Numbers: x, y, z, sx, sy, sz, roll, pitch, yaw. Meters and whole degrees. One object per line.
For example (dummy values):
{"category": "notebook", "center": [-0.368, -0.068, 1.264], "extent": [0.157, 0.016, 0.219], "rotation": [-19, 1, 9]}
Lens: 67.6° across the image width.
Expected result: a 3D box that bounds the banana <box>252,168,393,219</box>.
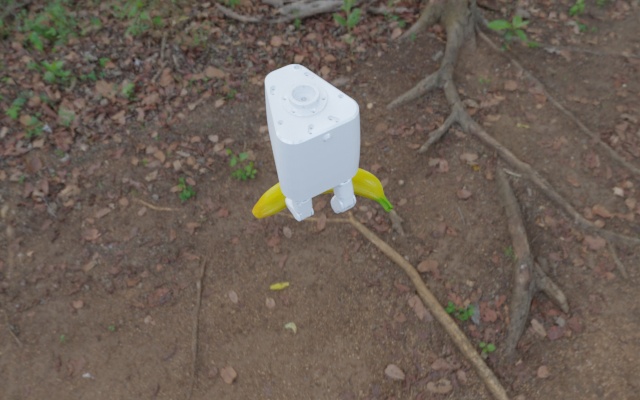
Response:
{"category": "banana", "center": [0.002, -0.015, 0.673], "extent": [0.198, 0.069, 0.037], "rotation": [-4, -26, -3]}
